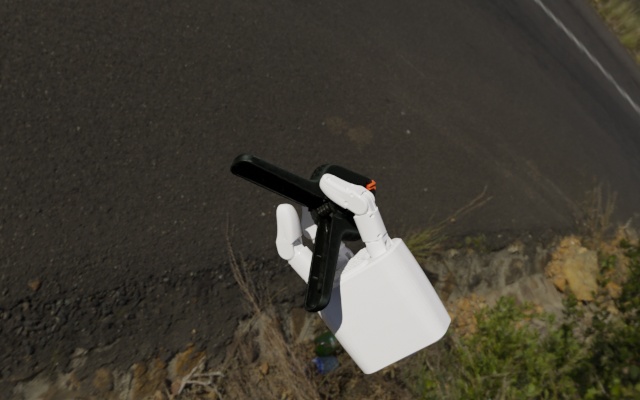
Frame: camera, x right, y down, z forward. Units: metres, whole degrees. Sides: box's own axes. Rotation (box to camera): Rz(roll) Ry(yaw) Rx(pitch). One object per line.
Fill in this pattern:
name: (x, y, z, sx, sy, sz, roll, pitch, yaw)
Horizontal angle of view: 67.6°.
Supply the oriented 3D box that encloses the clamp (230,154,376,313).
clamp: (0.001, 0.001, 0.519, 0.036, 0.164, 0.210, -29, 4, 35)
